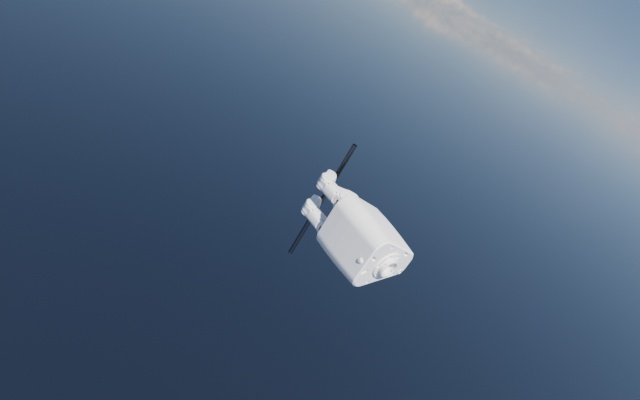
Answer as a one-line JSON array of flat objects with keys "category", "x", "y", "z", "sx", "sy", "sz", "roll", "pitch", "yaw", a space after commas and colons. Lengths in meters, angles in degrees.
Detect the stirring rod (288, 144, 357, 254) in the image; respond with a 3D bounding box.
[{"category": "stirring rod", "x": 0.000, "y": 0.003, "z": 0.830, "sx": 0.011, "sy": 0.240, "sz": 0.011, "roll": 25, "pitch": 26, "yaw": -13}]
